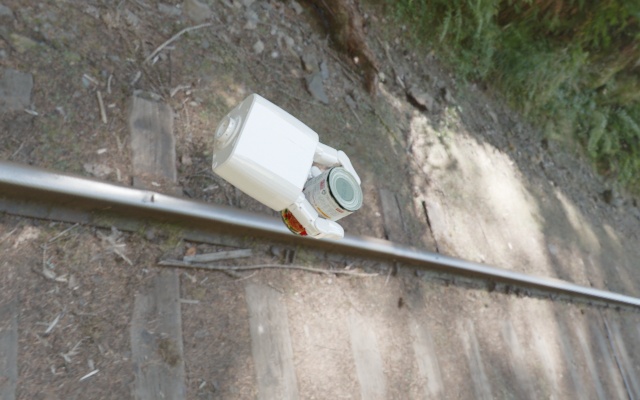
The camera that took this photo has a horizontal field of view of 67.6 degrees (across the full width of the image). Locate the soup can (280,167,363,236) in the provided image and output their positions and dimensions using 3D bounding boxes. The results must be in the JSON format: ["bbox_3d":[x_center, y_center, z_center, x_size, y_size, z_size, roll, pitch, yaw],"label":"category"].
[{"bbox_3d":[0.001,0.002,0.674,0.102,0.068,0.068,-29,-19,39],"label":"soup can"}]
